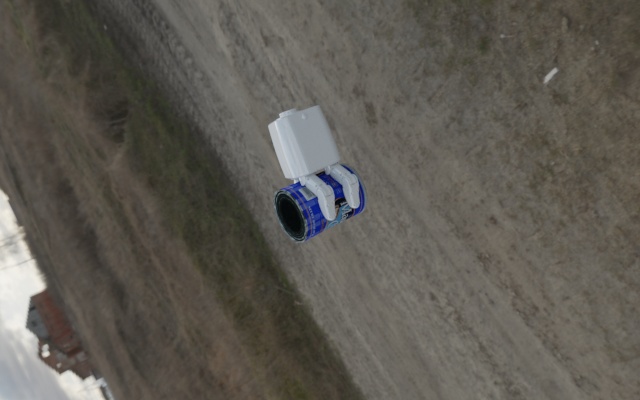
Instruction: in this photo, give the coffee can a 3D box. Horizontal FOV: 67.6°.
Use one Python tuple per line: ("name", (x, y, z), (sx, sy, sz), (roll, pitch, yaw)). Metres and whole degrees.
("coffee can", (0.000, 0.003, 0.872), (0.140, 0.103, 0.103), (-25, 13, -30))
